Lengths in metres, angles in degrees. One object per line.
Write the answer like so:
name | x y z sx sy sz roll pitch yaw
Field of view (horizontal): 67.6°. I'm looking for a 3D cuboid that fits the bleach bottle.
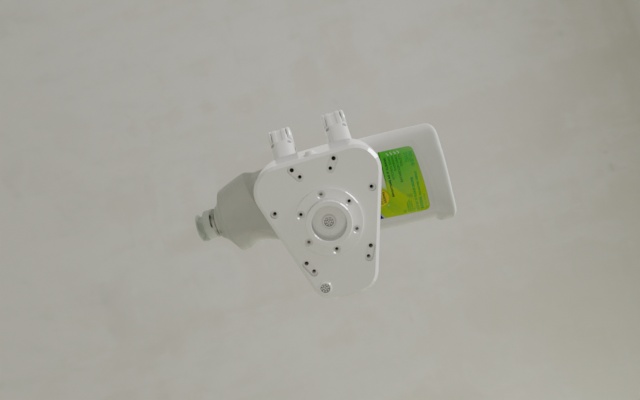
bleach bottle | 0.000 0.001 0.485 0.251 0.102 0.068 -16 7 2
